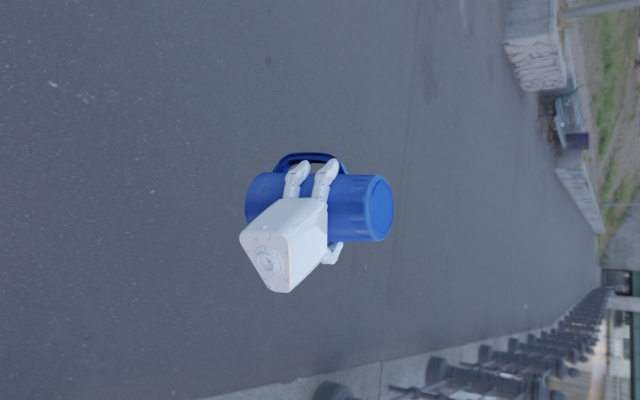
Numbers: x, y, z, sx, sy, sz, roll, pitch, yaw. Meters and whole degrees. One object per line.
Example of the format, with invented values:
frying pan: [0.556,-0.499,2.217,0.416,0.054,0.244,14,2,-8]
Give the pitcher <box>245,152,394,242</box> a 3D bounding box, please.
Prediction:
pitcher: [0.000,0.003,0.833,0.243,0.149,0.145,-1,25,32]
